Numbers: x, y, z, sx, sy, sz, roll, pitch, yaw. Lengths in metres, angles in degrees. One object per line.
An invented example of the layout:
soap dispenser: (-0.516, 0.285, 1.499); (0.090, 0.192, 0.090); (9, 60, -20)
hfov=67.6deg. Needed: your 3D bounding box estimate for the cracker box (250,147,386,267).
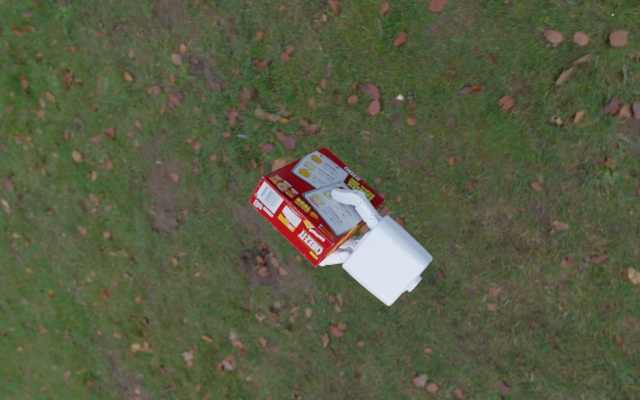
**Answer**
cracker box: (0.000, 0.003, 0.862); (0.164, 0.072, 0.213); (43, 35, 10)
